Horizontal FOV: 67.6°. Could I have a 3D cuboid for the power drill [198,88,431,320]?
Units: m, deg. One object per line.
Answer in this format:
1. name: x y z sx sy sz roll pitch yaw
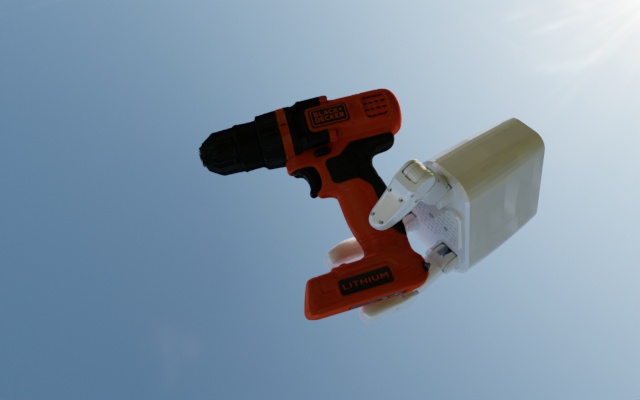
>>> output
1. power drill: 0.000 0.002 0.410 0.184 0.187 0.057 -15 -15 -2
